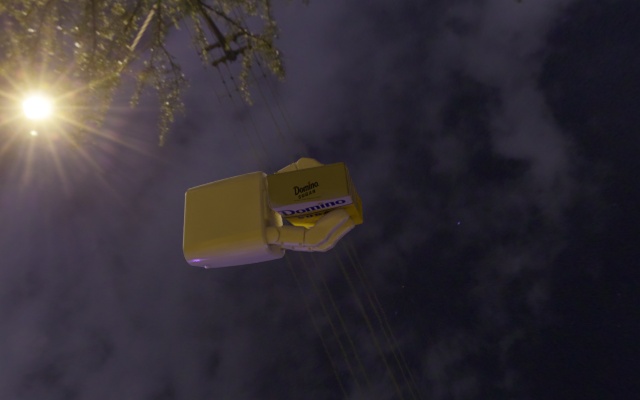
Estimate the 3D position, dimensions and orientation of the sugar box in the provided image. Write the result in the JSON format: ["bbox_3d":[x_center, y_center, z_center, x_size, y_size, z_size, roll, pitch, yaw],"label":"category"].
[{"bbox_3d":[0.000,0.003,0.608,0.093,0.048,0.176,-9,-11,9],"label":"sugar box"}]
